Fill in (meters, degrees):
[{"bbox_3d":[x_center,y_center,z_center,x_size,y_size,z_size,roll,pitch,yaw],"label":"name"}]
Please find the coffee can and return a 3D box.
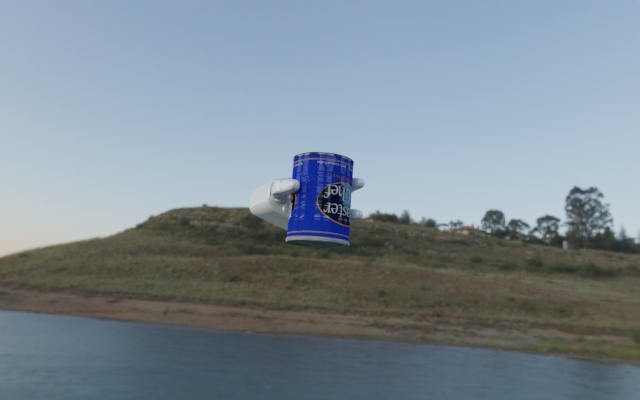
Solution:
[{"bbox_3d":[0.000,0.003,0.780,0.103,0.140,0.103,4,-11,1],"label":"coffee can"}]
